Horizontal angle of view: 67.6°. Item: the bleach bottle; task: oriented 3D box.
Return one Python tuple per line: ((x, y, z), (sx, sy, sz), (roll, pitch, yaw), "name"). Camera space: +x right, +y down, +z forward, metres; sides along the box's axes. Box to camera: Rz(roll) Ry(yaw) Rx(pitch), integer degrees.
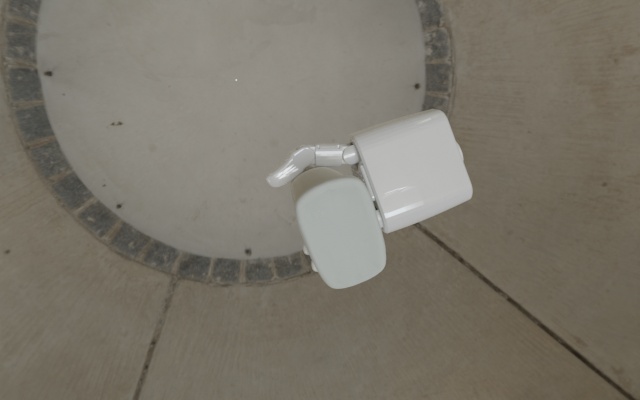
((0.000, 0.002, 0.526), (0.068, 0.102, 0.250), (-21, 17, -4), "bleach bottle")
